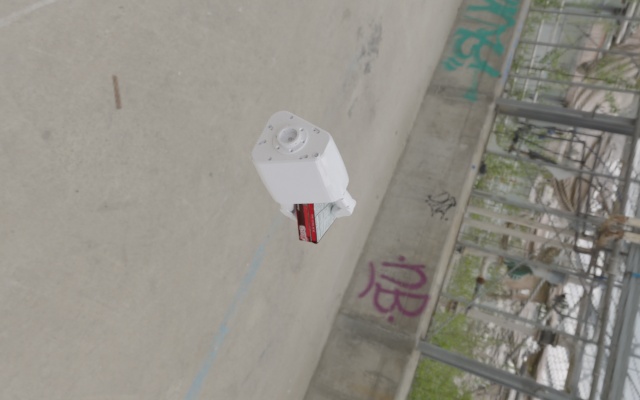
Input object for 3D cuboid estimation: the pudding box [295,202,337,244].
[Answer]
[{"bbox_3d":[0.000,0.003,0.780,0.039,0.090,0.113,14,37,24],"label":"pudding box"}]
